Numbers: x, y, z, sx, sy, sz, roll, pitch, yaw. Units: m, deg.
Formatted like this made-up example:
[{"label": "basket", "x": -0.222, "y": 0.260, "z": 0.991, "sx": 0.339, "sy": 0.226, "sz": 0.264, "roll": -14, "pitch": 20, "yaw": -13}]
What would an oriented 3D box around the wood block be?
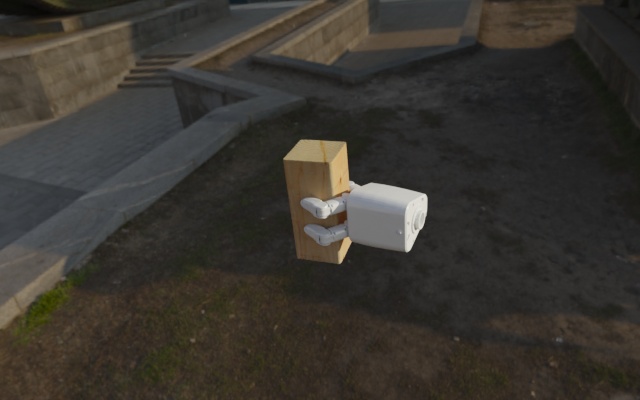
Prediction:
[{"label": "wood block", "x": 0.001, "y": 0.003, "z": 0.874, "sx": 0.090, "sy": 0.206, "sz": 0.090, "roll": 5, "pitch": 31, "yaw": 19}]
